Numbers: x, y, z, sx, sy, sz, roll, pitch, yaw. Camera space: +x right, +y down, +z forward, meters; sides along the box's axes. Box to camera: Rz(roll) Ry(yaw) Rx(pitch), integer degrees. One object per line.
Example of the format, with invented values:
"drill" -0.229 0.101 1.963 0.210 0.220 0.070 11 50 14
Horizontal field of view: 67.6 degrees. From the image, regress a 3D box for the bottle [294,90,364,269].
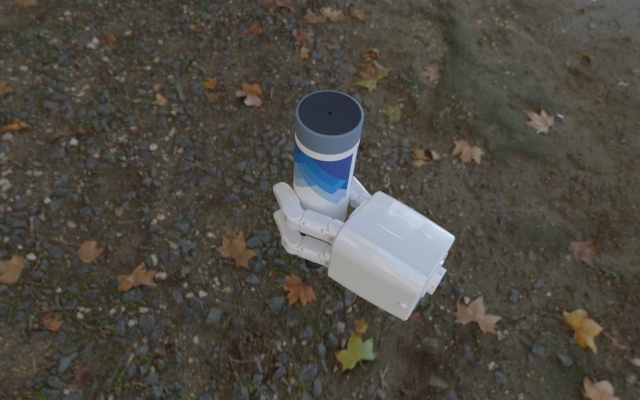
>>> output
"bottle" 0.000 0.002 0.582 0.069 0.069 0.296 0 -36 -4
